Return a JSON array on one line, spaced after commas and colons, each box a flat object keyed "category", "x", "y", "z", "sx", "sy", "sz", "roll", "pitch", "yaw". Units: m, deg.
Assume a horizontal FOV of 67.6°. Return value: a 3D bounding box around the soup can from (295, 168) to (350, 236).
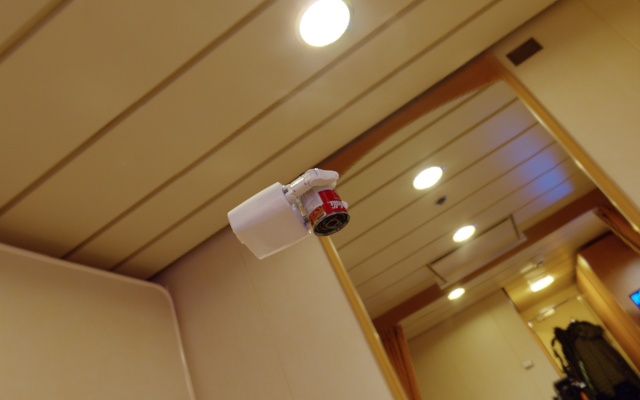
[{"category": "soup can", "x": 0.000, "y": 0.002, "z": 0.836, "sx": 0.068, "sy": 0.102, "sz": 0.069, "roll": -19, "pitch": -31, "yaw": -12}]
